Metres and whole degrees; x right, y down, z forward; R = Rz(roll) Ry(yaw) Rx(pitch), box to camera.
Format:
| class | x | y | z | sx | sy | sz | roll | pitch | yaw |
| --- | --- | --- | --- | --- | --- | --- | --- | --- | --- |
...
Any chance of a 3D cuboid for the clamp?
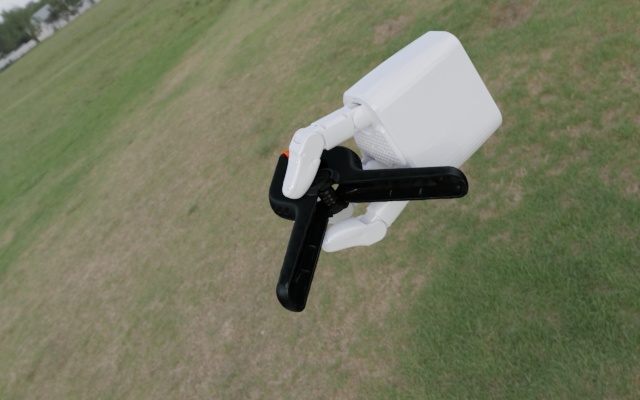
| class | x | y | z | sx | sy | sz | roll | pitch | yaw |
| --- | --- | --- | --- | --- | --- | --- | --- | --- | --- |
| clamp | 0.000 | 0.000 | 0.418 | 0.164 | 0.036 | 0.210 | -37 | 32 | -13 |
